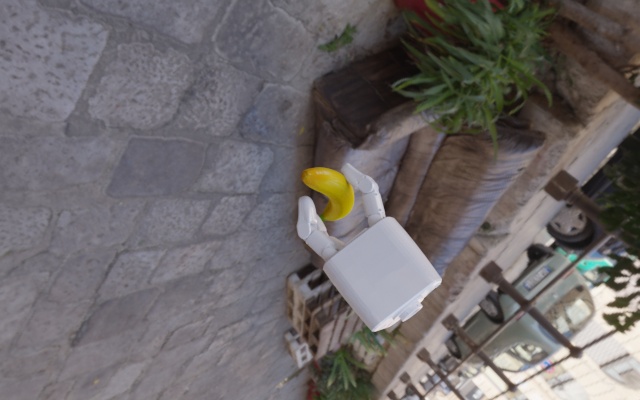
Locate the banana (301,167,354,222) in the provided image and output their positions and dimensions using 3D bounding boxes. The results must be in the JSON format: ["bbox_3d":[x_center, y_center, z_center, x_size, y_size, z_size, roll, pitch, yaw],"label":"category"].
[{"bbox_3d":[0.016,-0.006,0.697,0.069,0.037,0.198,-30,-22,-7],"label":"banana"}]
